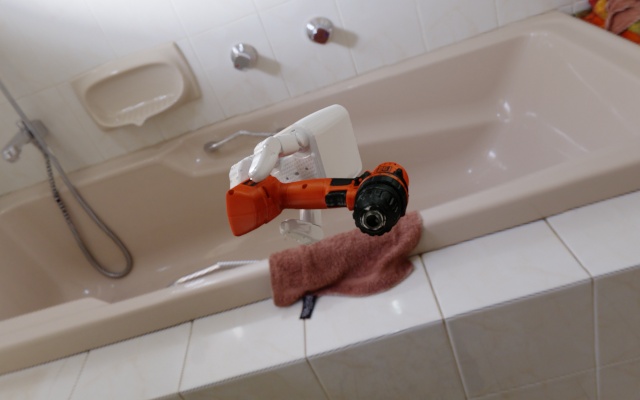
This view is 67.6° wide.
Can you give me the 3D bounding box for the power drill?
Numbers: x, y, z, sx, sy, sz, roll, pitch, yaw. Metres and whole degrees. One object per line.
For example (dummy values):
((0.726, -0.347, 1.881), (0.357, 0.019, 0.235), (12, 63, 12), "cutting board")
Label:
((0.000, 0.002, 0.510), (0.187, 0.057, 0.184), (-3, 11, 15), "power drill")
